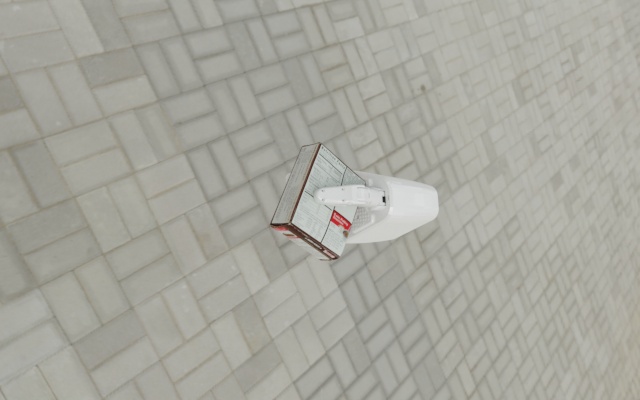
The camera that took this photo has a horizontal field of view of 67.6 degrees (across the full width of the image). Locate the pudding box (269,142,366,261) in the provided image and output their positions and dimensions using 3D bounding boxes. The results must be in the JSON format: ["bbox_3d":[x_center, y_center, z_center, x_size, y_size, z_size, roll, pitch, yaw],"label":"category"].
[{"bbox_3d":[0.000,0.002,0.564,0.039,0.113,0.090,-10,-38,46],"label":"pudding box"}]
